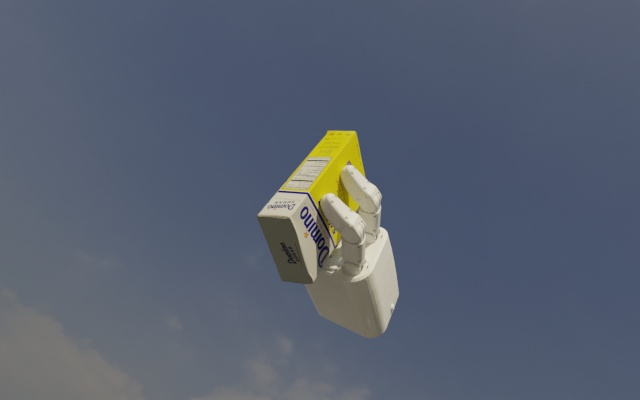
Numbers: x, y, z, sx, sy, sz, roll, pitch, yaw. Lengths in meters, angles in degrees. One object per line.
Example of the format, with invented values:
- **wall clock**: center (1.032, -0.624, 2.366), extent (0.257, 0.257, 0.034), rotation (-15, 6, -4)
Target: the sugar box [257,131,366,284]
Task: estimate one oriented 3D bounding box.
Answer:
- **sugar box**: center (0.001, 0.002, 0.544), extent (0.048, 0.093, 0.176), rotation (2, 37, 26)
